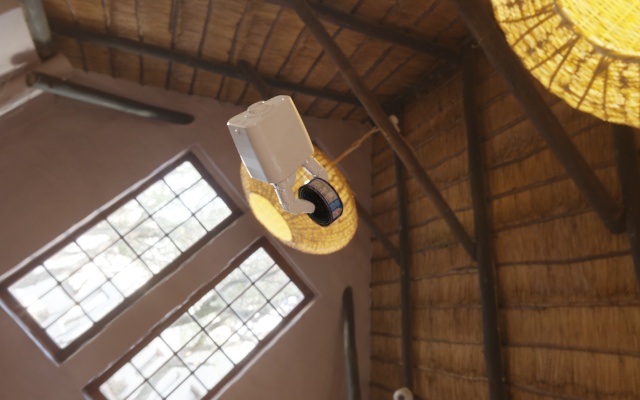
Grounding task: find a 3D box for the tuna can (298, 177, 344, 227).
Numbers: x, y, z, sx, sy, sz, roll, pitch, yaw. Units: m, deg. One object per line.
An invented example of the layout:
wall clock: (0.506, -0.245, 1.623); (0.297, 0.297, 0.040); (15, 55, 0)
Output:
tuna can: (0.001, 0.003, 0.843); (0.033, 0.086, 0.086); (-36, 18, -28)
